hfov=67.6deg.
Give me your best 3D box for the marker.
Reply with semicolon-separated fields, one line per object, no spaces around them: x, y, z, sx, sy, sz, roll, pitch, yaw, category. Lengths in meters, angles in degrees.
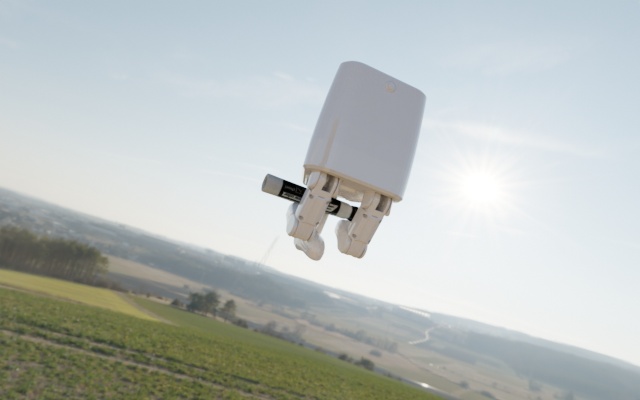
0.000;0.002;0.477;0.121;0.020;0.020;20;-7;-19;marker
